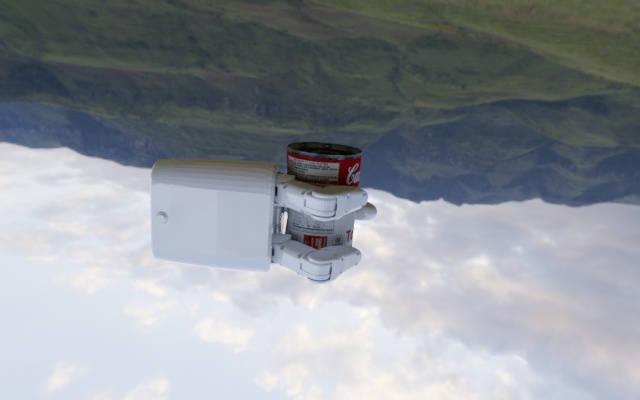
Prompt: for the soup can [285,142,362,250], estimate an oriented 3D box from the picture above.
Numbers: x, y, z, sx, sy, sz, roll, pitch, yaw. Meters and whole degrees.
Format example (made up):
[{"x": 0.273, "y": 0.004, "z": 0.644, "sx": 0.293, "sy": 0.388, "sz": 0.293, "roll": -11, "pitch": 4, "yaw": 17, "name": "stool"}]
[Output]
[{"x": 0.001, "y": 0.002, "z": 0.444, "sx": 0.068, "sy": 0.102, "sz": 0.068, "roll": 4, "pitch": 15, "yaw": -1, "name": "soup can"}]
